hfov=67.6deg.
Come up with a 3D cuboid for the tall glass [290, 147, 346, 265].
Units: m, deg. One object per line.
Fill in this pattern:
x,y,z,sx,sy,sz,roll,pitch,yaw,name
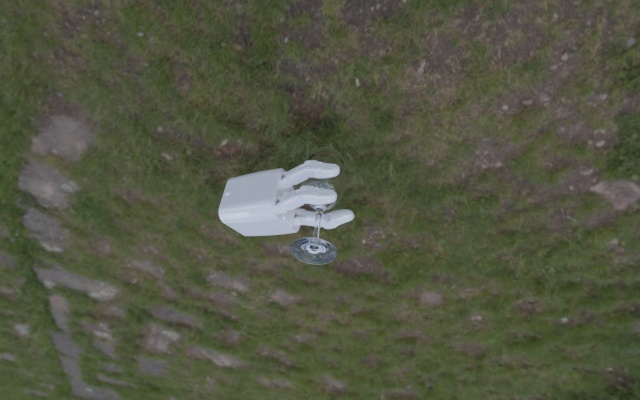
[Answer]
0.000,0.003,0.801,0.079,0.200,0.079,5,-38,4,tall glass
